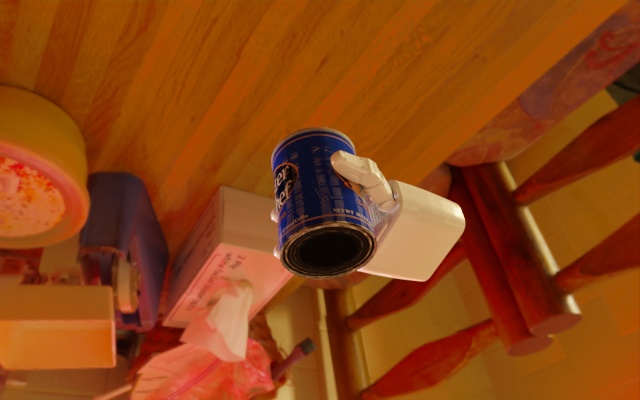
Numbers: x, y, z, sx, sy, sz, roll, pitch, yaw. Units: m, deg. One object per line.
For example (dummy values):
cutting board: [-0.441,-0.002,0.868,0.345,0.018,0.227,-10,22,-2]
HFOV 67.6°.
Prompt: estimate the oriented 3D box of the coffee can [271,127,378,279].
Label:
coffee can: [0.000,0.002,0.536,0.103,0.140,0.103,-5,-40,-4]
